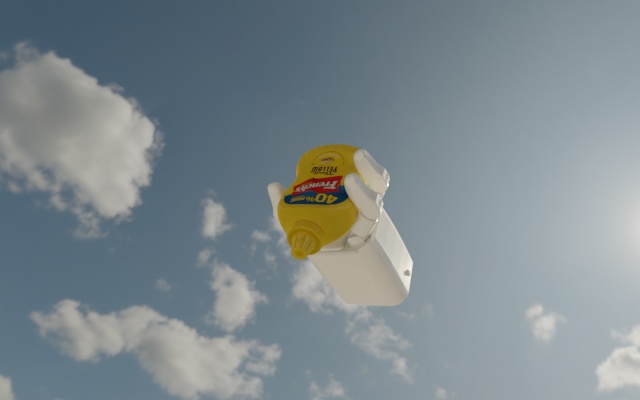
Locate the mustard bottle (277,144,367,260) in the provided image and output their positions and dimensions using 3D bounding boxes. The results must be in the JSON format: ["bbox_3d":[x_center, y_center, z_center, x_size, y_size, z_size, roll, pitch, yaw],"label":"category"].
[{"bbox_3d":[0.000,0.001,0.580,0.096,0.058,0.191,2,36,16],"label":"mustard bottle"}]
